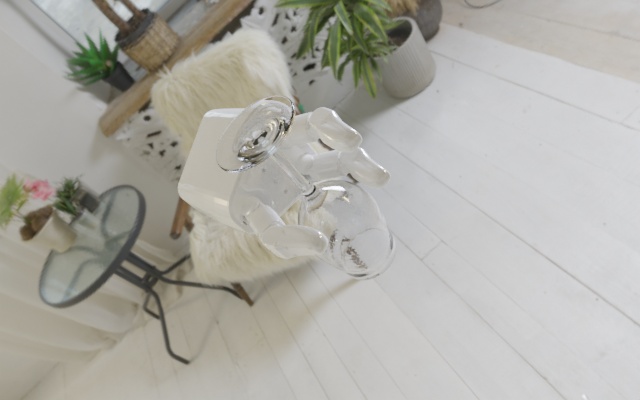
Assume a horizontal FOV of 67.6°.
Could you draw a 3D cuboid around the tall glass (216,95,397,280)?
[{"bbox_3d":[0.000,0.001,0.429,0.079,0.079,0.201,0,-33,38],"label":"tall glass"}]
